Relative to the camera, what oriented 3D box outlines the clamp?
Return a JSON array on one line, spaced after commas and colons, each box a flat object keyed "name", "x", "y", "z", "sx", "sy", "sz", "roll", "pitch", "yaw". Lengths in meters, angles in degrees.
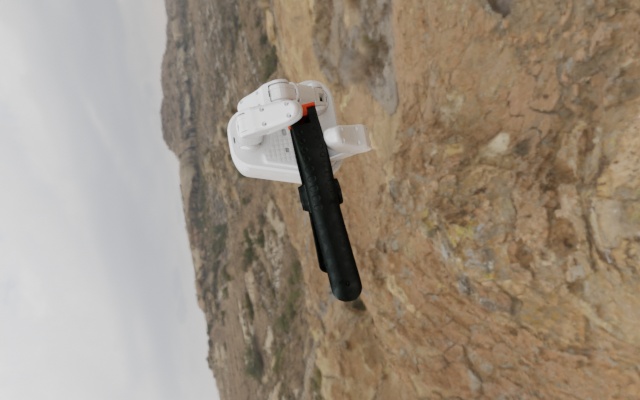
[{"name": "clamp", "x": -0.001, "y": 0.001, "z": 0.435, "sx": 0.039, "sy": 0.171, "sz": 0.120, "roll": -11, "pitch": -4, "yaw": -11}]
